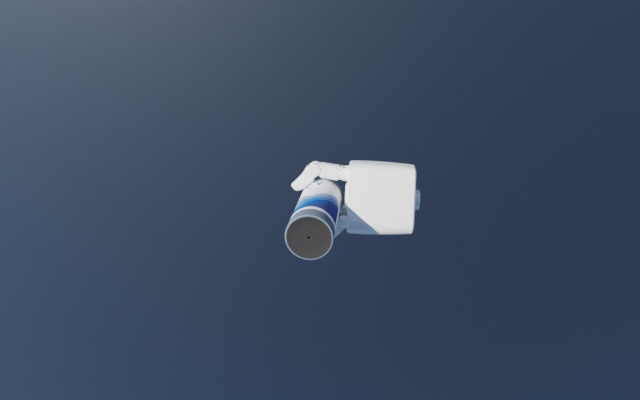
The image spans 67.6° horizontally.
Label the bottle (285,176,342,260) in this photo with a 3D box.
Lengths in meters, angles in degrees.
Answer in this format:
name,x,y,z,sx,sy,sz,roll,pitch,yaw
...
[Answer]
name,x,y,z,sx,sy,sz,roll,pitch,yaw
bottle,0.000,0.003,0.779,0.069,0.069,0.295,0,19,6
